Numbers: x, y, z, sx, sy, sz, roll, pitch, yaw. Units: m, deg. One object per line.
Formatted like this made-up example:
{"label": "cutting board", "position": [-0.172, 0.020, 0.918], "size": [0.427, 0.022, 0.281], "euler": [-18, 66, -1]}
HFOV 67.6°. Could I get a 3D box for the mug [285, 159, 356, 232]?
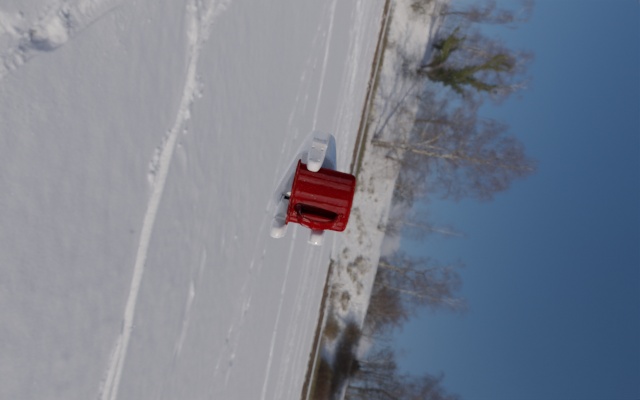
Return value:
{"label": "mug", "position": [0.000, 0.003, 0.644], "size": [0.081, 0.093, 0.117], "euler": [12, 29, -1]}
